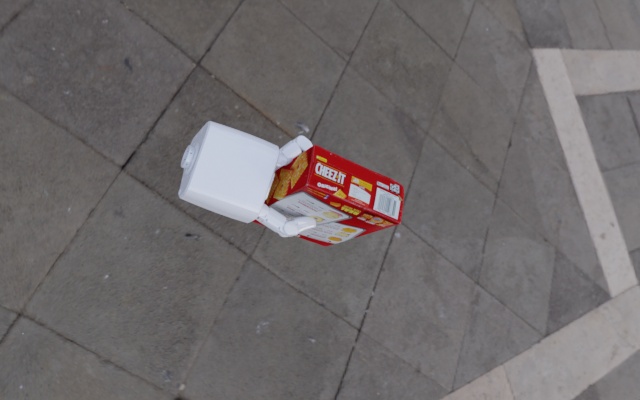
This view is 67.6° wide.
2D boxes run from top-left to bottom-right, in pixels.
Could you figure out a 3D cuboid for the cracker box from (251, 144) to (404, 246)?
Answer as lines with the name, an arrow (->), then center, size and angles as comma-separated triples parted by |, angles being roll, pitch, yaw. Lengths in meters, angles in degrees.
cracker box -> 0.000, 0.003, 0.749 | 0.164, 0.072, 0.214 | 21, -24, -25
